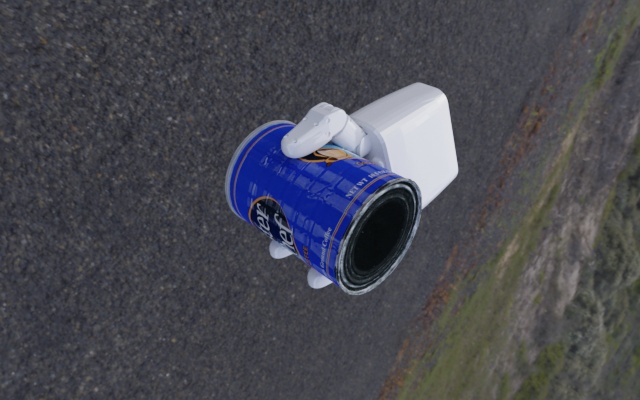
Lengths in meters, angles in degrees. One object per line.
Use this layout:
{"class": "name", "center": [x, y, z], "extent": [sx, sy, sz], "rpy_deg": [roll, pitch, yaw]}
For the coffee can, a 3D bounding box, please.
{"class": "coffee can", "center": [0.000, 0.001, 0.413], "extent": [0.140, 0.103, 0.103], "rpy_deg": [31, 19, 36]}
